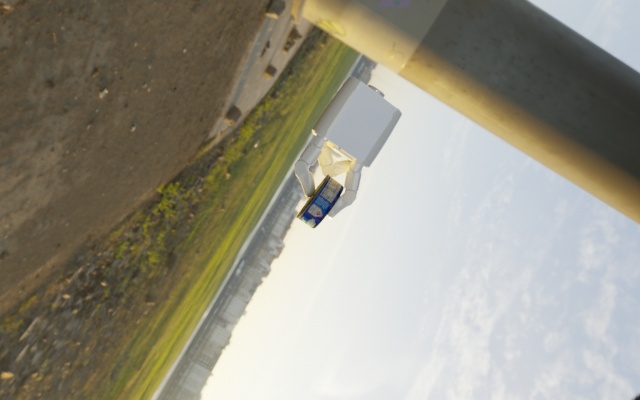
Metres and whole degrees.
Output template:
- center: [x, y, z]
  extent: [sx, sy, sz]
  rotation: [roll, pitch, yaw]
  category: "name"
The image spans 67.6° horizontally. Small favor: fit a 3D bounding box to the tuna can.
- center: [0.001, 0.003, 0.760]
  extent: [0.034, 0.086, 0.086]
  rotation: [36, -3, -5]
  category: "tuna can"
